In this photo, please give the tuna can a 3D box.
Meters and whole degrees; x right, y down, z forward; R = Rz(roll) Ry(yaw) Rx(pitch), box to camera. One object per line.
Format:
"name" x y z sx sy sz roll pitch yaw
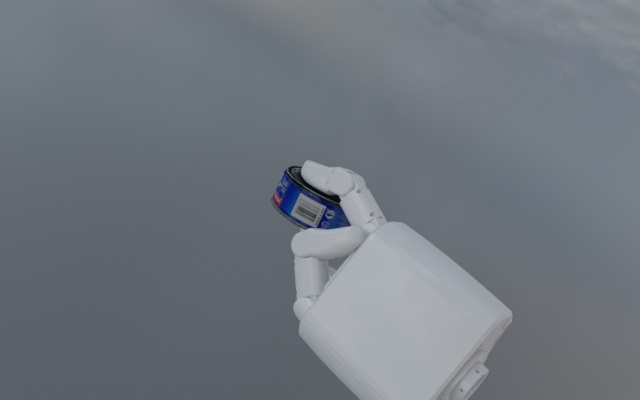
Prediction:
"tuna can" 0.000 0.001 0.441 0.086 0.034 0.086 24 16 -7
